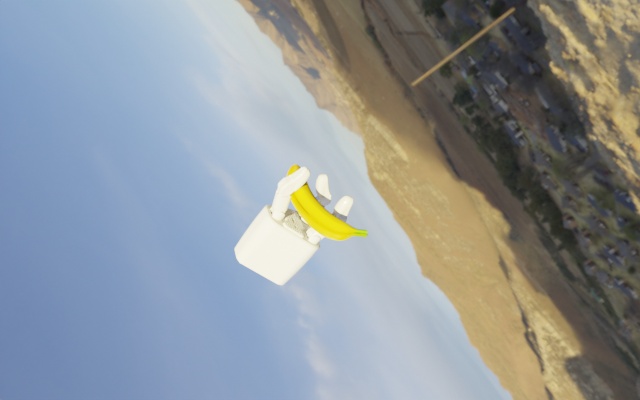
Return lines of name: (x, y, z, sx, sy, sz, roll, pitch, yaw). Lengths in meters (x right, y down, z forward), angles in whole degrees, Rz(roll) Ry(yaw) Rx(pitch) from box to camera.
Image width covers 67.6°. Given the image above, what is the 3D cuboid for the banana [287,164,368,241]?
banana: (-0.011, 0.006, 0.788, 0.069, 0.037, 0.197, -8, 44, -45)
